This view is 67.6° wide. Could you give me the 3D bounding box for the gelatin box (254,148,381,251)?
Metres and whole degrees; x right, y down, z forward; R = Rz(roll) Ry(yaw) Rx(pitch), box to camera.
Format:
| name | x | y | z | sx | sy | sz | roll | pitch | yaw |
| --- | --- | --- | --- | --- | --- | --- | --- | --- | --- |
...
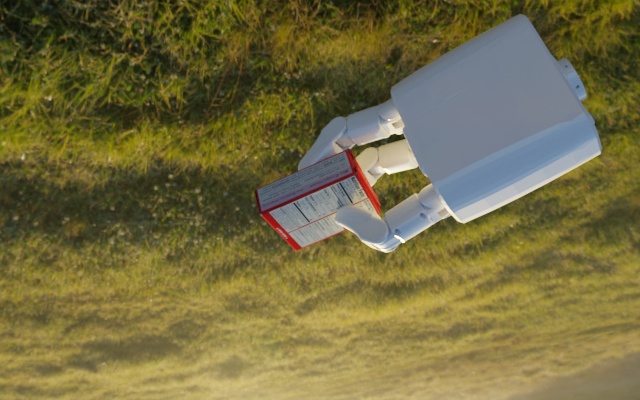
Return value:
| name | x | y | z | sx | sy | sz | roll | pitch | yaw |
| --- | --- | --- | --- | --- | --- | --- | --- | --- | --- |
| gelatin box | 0.000 | 0.002 | 0.410 | 0.089 | 0.030 | 0.073 | -24 | -36 | 10 |
